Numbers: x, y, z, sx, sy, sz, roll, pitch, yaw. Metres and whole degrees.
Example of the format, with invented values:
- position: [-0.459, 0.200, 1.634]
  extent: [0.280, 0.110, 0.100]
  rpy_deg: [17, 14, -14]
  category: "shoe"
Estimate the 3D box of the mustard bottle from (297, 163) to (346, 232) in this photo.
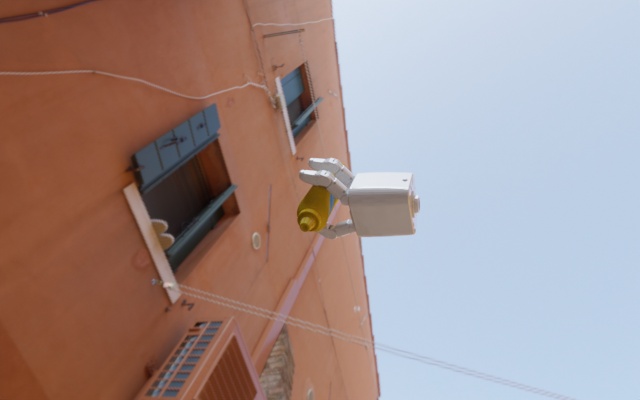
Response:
- position: [0.000, 0.003, 0.884]
  extent: [0.058, 0.096, 0.191]
  rpy_deg: [20, 31, 7]
  category: "mustard bottle"
